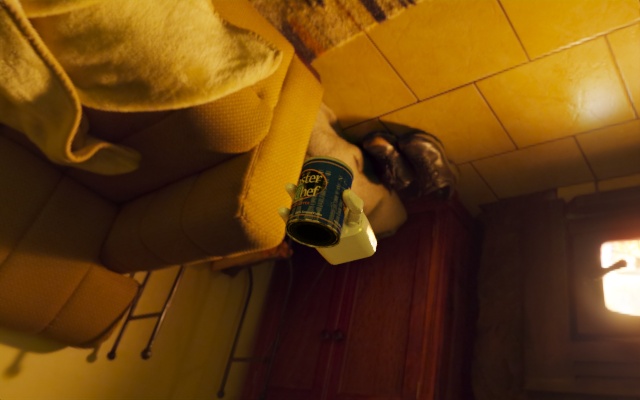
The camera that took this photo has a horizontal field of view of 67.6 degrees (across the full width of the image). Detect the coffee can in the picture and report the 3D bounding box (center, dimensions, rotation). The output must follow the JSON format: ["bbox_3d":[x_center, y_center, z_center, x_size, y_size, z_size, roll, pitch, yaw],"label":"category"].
[{"bbox_3d":[0.000,0.003,0.885,0.103,0.140,0.103,11,-30,6],"label":"coffee can"}]
